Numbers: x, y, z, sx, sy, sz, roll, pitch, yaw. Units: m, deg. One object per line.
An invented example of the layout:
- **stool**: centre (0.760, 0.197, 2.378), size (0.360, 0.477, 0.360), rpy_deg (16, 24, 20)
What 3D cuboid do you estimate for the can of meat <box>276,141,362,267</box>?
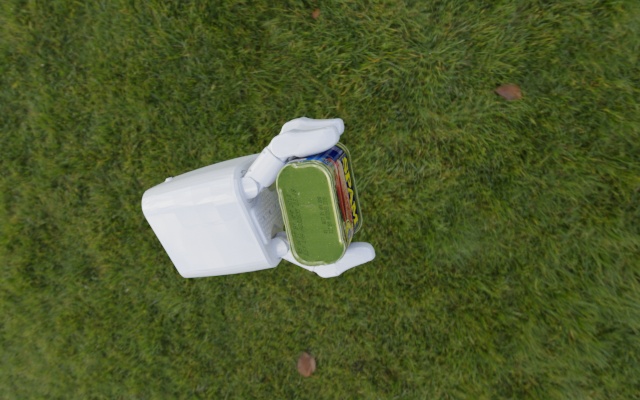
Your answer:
- **can of meat**: centre (0.000, 0.002, 0.451), size (0.057, 0.102, 0.084), rpy_deg (-8, 15, 16)
